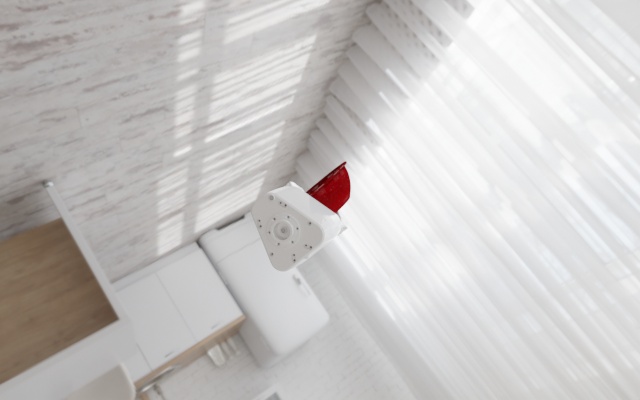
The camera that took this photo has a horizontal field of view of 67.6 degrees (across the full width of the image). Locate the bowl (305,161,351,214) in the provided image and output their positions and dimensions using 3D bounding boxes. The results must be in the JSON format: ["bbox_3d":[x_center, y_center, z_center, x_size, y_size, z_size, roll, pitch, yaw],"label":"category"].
[{"bbox_3d":[0.001,0.003,0.841,0.162,0.055,0.162,-40,5,4],"label":"bowl"}]
